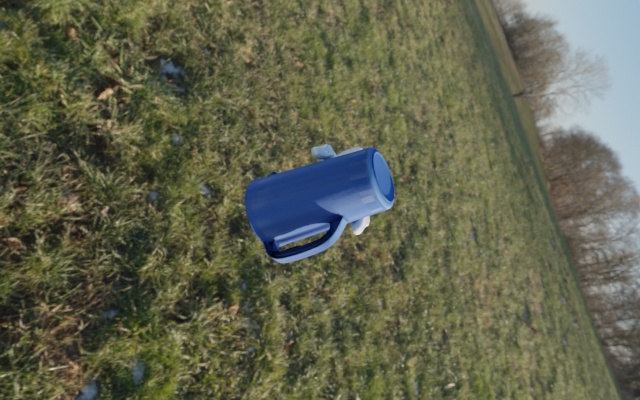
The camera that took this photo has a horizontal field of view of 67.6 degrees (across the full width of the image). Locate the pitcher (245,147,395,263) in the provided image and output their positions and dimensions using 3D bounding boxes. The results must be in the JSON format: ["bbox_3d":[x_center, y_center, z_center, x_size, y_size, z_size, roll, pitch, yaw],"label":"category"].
[{"bbox_3d":[0.000,0.003,0.832,0.243,0.149,0.145,-17,9,25],"label":"pitcher"}]
